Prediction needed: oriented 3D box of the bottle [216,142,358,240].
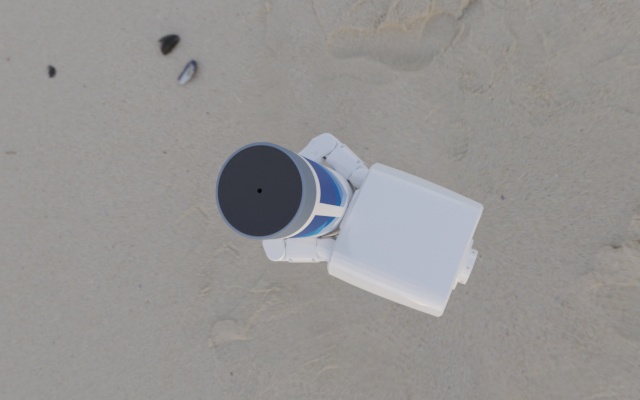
[{"bbox_3d":[0.000,0.001,0.462,0.069,0.069,0.296,0,-3,16],"label":"bottle"}]
